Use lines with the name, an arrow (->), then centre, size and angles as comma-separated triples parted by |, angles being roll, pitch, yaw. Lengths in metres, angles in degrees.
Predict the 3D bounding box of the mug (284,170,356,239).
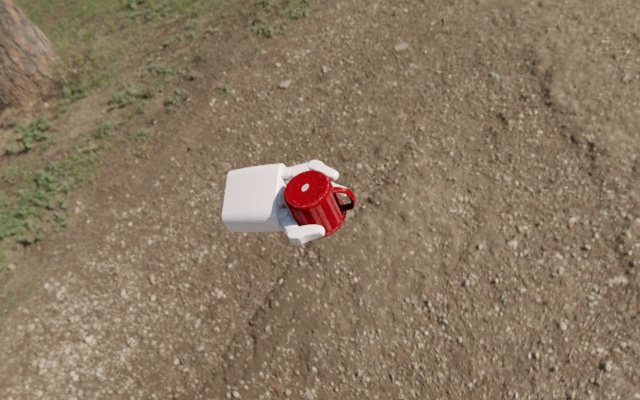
mug -> 0.001, 0.002, 0.794 | 0.117, 0.093, 0.082 | -6, -39, 17
